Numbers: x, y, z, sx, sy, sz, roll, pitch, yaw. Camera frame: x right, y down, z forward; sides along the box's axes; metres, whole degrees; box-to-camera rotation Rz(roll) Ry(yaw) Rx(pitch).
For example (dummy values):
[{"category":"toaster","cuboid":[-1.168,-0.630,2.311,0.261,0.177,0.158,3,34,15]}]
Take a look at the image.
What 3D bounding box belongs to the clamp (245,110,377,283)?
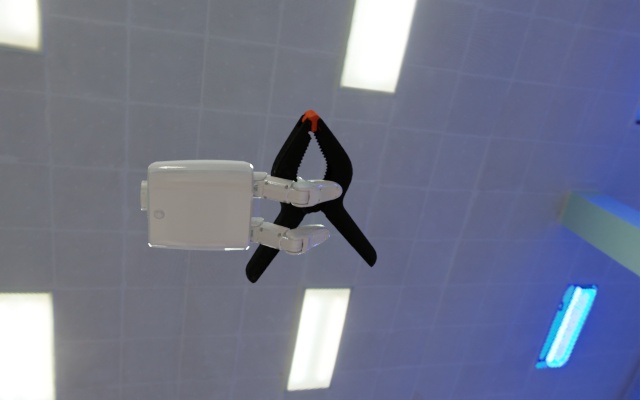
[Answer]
[{"category":"clamp","cuboid":[0.000,0.001,0.558,0.164,0.210,0.036,0,23,-16]}]
